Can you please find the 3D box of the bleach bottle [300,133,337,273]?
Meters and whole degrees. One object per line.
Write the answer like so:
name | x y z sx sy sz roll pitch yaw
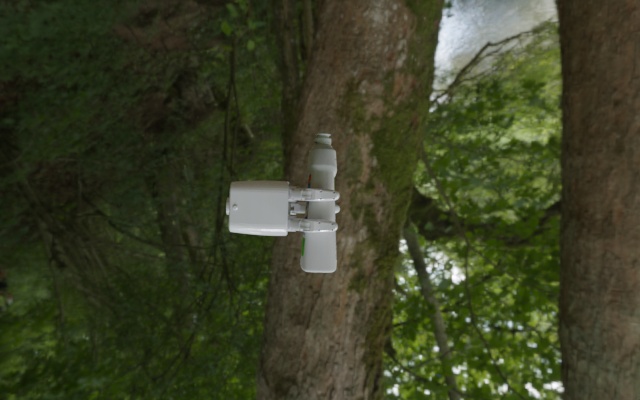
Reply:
bleach bottle | 0.000 0.003 0.893 0.068 0.251 0.102 2 1 -4
